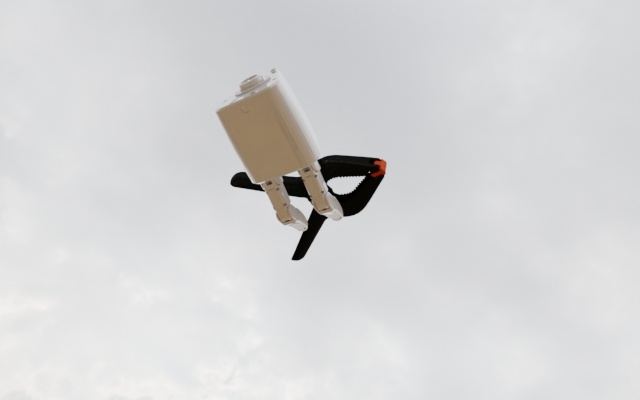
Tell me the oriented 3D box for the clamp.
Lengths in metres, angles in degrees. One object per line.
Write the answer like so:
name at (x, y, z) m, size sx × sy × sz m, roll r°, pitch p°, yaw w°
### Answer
clamp at (0.001, 0.001, 0.660) m, size 0.210 × 0.165 × 0.036 m, roll -18°, pitch 30°, yaw 22°
